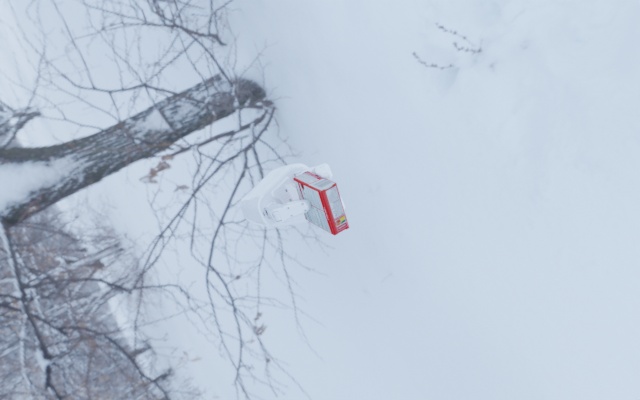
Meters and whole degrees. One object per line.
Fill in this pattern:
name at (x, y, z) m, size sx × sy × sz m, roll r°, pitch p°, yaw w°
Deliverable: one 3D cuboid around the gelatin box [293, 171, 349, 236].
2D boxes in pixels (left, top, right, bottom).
gelatin box at (0.000, 0.003, 0.693) m, size 0.030 × 0.073 × 0.089 m, roll -27°, pitch 26°, yaw -21°
